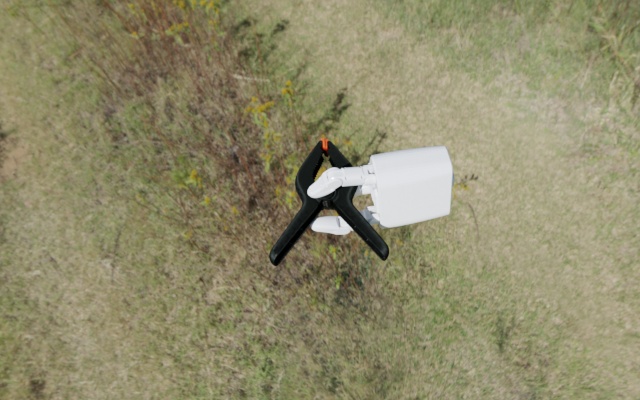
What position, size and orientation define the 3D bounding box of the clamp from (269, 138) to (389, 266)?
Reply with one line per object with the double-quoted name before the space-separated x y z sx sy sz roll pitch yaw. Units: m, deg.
"clamp" 0.000 0.001 0.698 0.164 0.209 0.036 -9 -30 -1
